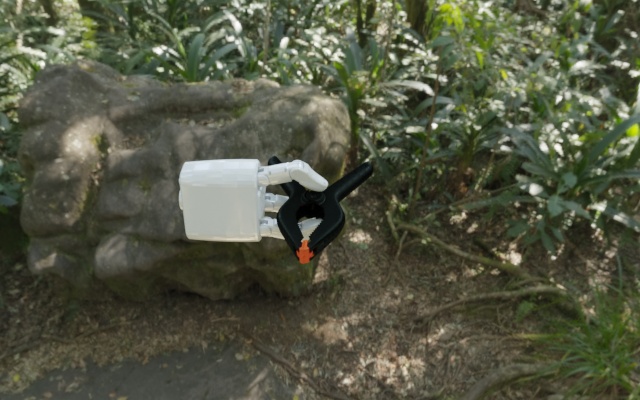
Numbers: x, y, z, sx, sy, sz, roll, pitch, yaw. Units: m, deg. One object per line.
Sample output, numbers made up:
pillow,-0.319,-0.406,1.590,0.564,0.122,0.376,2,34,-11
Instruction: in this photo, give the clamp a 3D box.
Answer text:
clamp,0.000,0.002,0.683,0.164,0.036,0.209,-1,41,0
